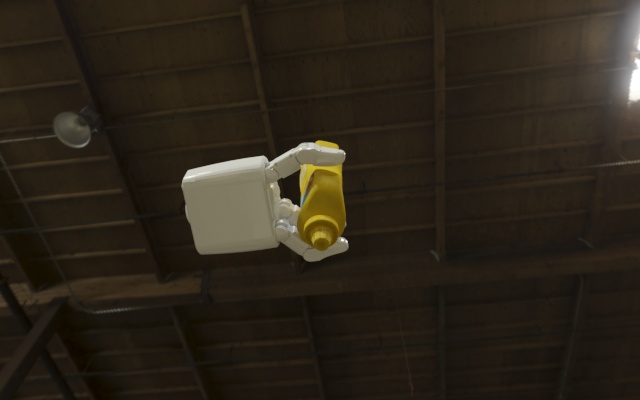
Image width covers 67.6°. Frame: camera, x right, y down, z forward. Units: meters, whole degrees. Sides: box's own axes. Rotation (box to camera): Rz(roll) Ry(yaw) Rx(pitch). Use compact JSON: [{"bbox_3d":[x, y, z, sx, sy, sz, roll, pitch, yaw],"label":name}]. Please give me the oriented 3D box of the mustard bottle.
[{"bbox_3d":[0.000,0.002,0.613,0.058,0.096,0.191,12,29,-7],"label":"mustard bottle"}]
